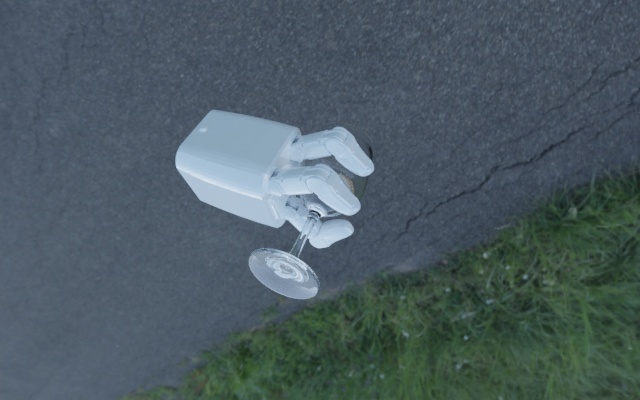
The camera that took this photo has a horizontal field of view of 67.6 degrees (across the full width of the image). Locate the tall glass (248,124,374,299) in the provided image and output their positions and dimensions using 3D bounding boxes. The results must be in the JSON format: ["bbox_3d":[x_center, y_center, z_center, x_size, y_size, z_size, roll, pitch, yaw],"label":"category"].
[{"bbox_3d":[0.000,0.002,0.513,0.079,0.079,0.201,0,44,30],"label":"tall glass"}]
